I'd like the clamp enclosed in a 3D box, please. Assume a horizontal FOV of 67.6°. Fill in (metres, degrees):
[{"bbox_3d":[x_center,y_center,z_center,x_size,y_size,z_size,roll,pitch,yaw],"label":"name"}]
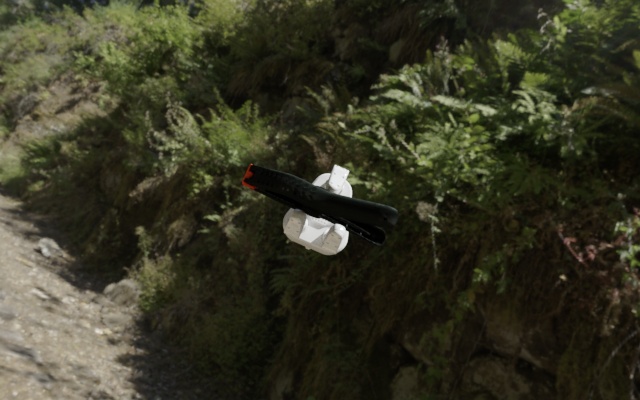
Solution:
[{"bbox_3d":[0.000,0.001,0.604,0.210,0.036,0.164,23,-13,1],"label":"clamp"}]
